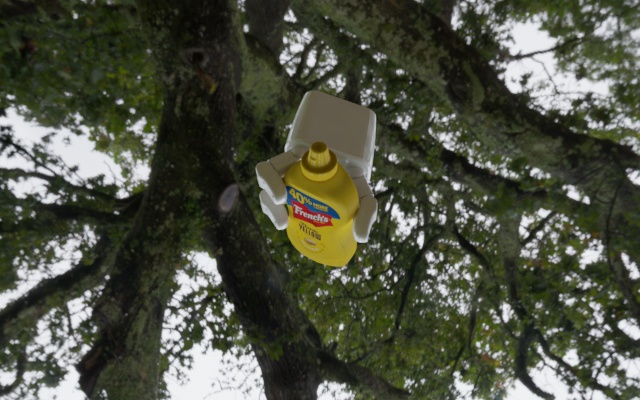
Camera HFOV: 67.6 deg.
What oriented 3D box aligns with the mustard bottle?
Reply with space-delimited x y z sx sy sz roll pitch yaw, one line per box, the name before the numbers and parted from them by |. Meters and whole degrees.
mustard bottle | 0.000 0.002 0.583 0.096 0.058 0.192 28 -33 21
